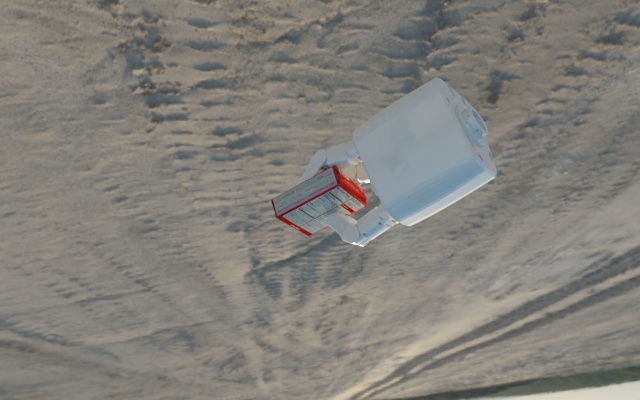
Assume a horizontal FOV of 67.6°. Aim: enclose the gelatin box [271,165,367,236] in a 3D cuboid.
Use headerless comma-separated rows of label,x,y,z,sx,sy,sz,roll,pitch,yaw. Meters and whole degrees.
gelatin box,0.000,0.002,0.557,0.089,0.030,0.073,-29,-32,18
